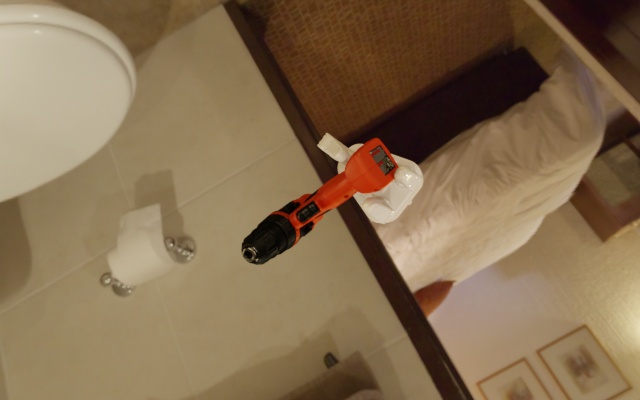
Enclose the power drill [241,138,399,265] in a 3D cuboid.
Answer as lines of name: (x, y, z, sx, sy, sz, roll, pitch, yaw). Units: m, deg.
power drill: (0.001, 0.002, 0.604, 0.188, 0.057, 0.184, -33, 4, 30)
